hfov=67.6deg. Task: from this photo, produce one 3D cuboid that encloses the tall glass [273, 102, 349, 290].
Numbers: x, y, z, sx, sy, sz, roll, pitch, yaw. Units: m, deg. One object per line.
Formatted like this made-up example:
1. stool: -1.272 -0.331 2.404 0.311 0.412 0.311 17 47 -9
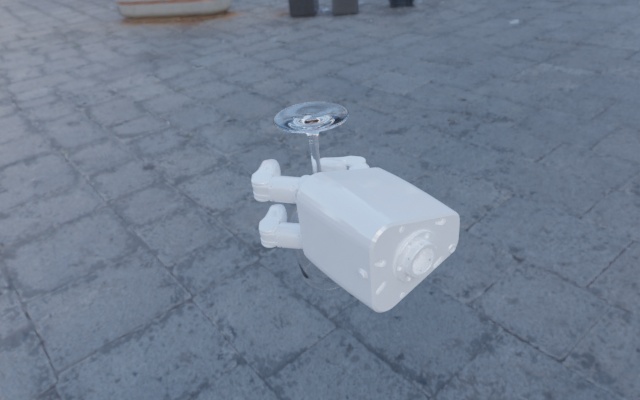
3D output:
1. tall glass: 0.000 0.001 0.517 0.079 0.201 0.079 -4 32 3
